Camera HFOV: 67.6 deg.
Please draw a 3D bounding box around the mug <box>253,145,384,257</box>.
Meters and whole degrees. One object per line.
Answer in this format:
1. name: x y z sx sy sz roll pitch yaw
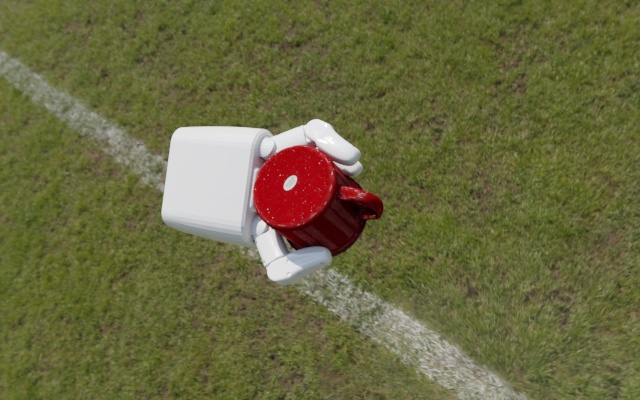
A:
1. mug: 0.001 0.002 0.443 0.117 0.093 0.081 6 -17 25
